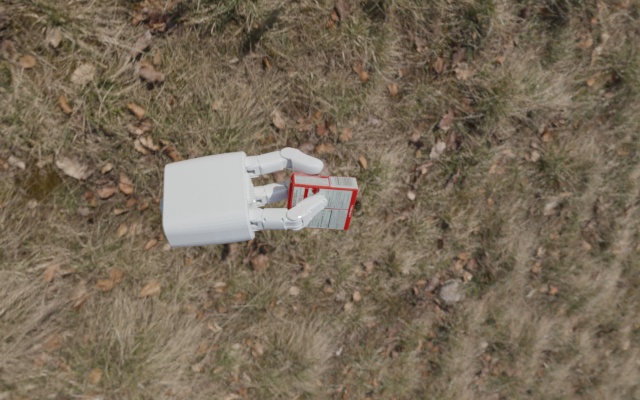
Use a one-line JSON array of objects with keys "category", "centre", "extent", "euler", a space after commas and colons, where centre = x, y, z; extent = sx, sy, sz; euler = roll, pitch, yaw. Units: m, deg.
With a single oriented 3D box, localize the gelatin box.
[{"category": "gelatin box", "centre": [0.000, 0.002, 0.638], "extent": [0.089, 0.073, 0.030], "euler": [4, 38, -8]}]
